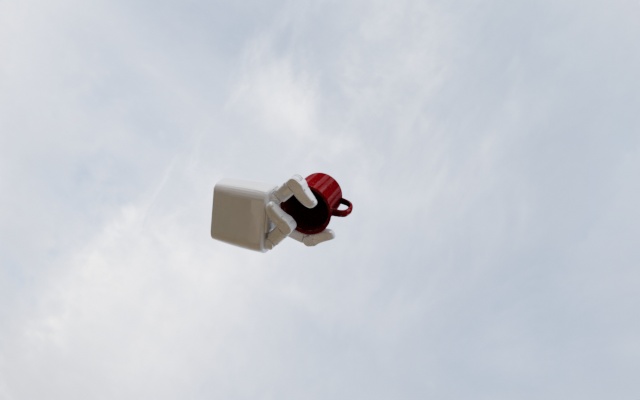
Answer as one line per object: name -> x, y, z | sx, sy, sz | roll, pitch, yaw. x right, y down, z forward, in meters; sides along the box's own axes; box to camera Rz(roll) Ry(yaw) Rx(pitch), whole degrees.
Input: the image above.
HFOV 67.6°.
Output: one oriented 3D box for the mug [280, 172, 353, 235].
mug -> 0.002, 0.003, 0.832 | 0.117, 0.093, 0.081 | 11, 26, 19
